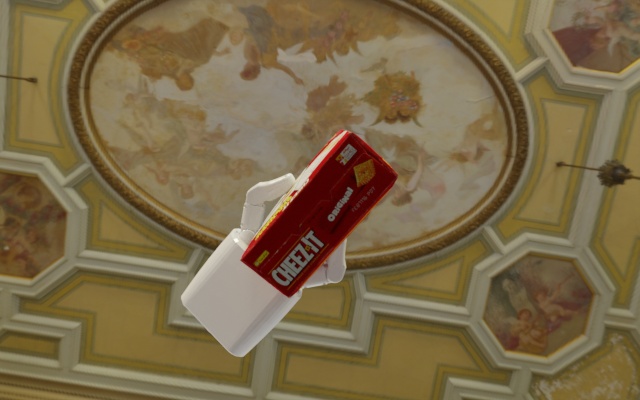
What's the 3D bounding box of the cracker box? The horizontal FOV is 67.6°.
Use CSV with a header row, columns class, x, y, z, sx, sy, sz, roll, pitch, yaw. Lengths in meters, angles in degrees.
class,x,y,z,sx,sy,sz,roll,pitch,yaw
cracker box,0.000,0.002,0.553,0.072,0.164,0.213,40,7,-6
